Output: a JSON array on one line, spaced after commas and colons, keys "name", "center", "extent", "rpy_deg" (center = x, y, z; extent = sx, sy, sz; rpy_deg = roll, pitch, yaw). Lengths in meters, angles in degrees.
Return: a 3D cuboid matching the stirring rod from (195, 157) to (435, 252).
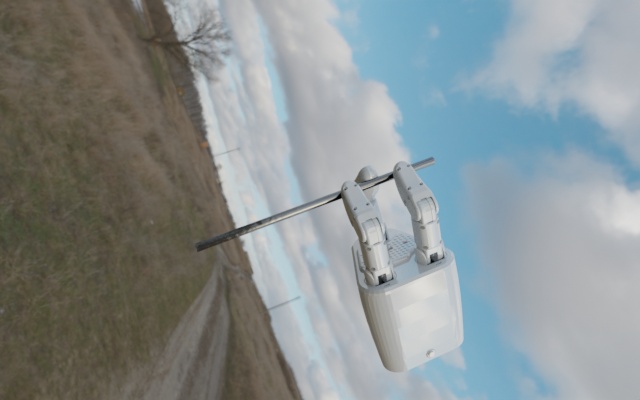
[{"name": "stirring rod", "center": [0.000, 0.002, 0.448], "extent": [0.239, 0.011, 0.011], "rpy_deg": [-20, 4, -11]}]
